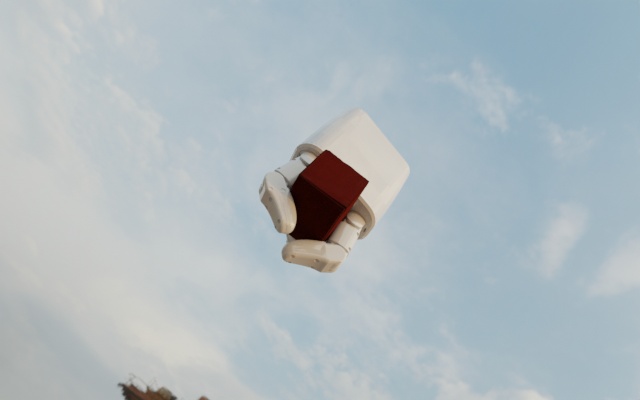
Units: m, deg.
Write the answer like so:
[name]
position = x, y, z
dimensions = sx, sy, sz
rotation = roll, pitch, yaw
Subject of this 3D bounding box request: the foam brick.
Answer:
[foam brick]
position = 0.000, 0.001, 0.453
dimensions = 0.051, 0.053, 0.078
rotation = -46, -8, -43
